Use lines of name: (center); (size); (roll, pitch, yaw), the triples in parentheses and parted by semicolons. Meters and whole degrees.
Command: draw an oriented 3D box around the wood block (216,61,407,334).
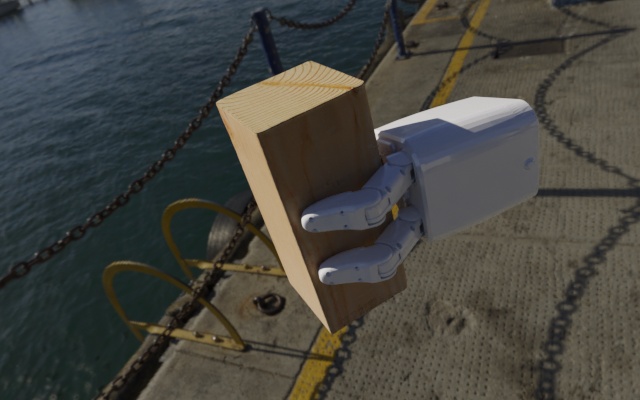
wood block: (0.000, 0.001, 0.412); (0.090, 0.206, 0.090); (-28, 35, -16)
